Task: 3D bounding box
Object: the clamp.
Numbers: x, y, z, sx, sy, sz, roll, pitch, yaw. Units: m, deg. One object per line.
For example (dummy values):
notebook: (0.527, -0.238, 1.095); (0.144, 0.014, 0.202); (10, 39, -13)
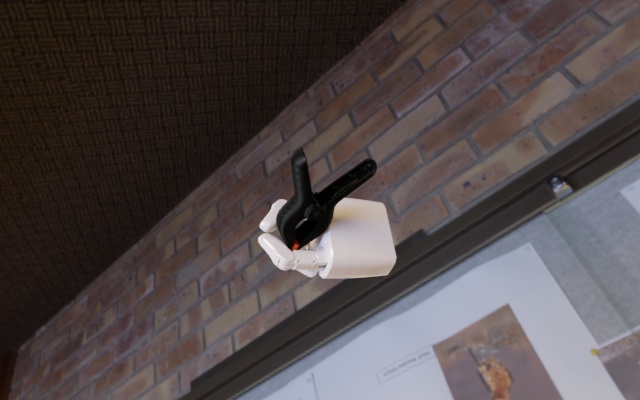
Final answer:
clamp: (0.000, 0.003, 0.625); (0.120, 0.039, 0.172); (3, -45, -22)
